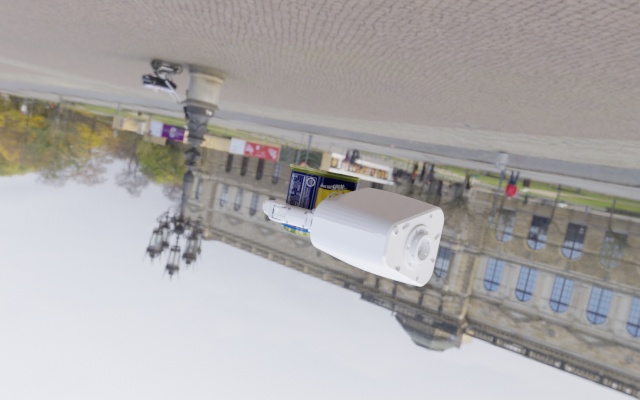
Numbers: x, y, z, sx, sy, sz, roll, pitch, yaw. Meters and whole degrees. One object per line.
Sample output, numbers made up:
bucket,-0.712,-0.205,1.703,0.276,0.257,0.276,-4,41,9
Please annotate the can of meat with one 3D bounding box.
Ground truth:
can of meat,0.000,0.002,0.623,0.057,0.084,0.102,14,5,39
